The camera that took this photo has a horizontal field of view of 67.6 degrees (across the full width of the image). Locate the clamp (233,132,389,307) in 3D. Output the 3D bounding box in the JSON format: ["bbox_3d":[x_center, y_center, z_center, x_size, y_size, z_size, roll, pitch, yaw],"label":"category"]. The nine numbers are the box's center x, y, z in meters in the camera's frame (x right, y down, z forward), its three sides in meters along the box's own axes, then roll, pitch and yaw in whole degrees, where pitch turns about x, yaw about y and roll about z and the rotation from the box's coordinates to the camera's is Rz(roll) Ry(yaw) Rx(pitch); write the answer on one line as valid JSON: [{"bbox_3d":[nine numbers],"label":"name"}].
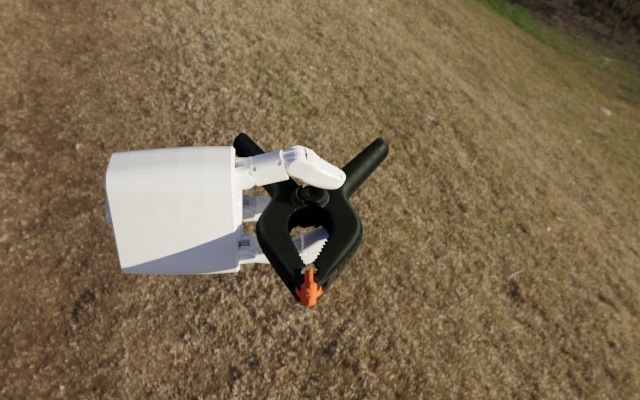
[{"bbox_3d":[0.000,0.001,0.450,0.164,0.036,0.209,-4,45,-6],"label":"clamp"}]
